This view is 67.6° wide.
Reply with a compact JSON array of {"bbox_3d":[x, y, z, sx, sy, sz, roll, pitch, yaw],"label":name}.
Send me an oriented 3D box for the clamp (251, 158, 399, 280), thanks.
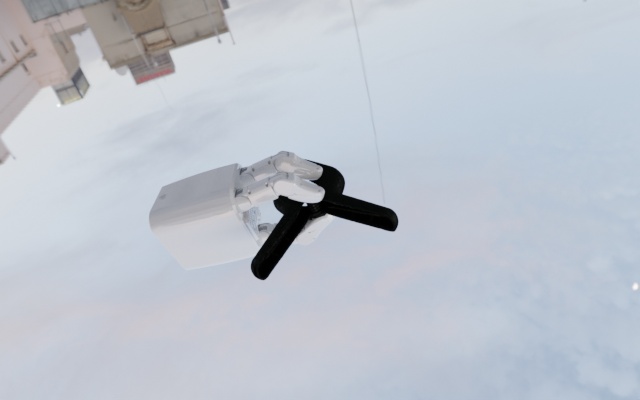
[{"bbox_3d":[0.000,0.002,0.578,0.164,0.036,0.209,-16,32,7],"label":"clamp"}]
